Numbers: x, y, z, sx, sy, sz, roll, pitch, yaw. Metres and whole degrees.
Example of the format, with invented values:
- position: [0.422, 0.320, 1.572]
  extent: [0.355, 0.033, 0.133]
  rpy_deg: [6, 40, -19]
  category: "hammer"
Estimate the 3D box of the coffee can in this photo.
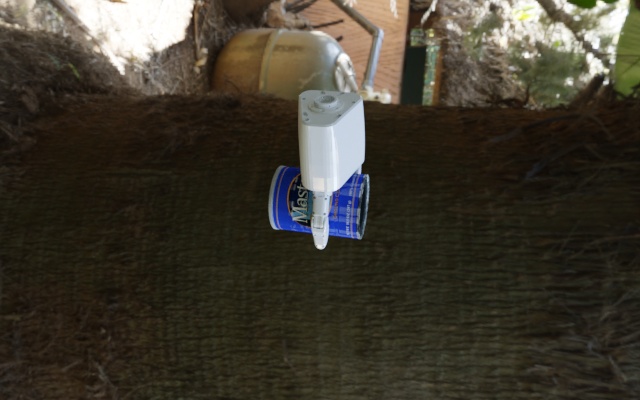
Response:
- position: [0.000, 0.003, 0.754]
  extent: [0.140, 0.103, 0.103]
  rpy_deg: [6, 1, 12]
  category: "coffee can"
